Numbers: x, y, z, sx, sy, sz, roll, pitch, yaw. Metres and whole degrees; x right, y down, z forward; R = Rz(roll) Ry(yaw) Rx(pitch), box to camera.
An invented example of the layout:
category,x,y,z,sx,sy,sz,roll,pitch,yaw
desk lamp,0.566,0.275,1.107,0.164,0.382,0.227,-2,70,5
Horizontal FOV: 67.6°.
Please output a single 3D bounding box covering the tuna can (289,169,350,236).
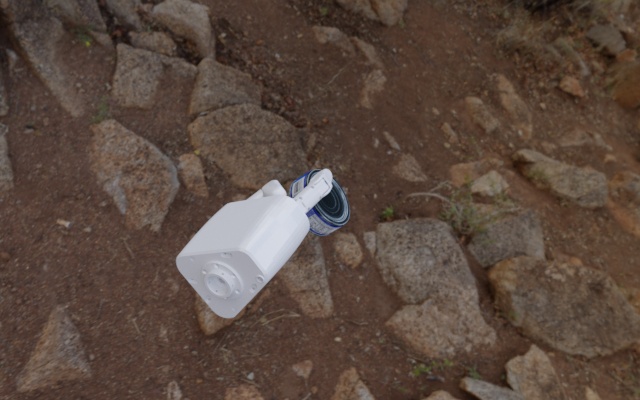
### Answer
category,x,y,z,sx,sy,sz,roll,pitch,yaw
tuna can,0.001,0.002,0.635,0.034,0.086,0.086,-31,-18,32
